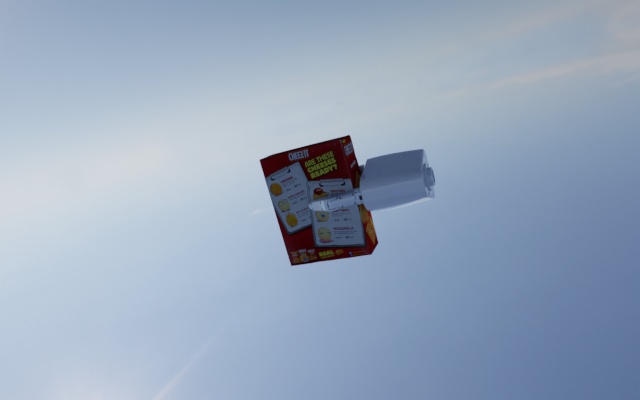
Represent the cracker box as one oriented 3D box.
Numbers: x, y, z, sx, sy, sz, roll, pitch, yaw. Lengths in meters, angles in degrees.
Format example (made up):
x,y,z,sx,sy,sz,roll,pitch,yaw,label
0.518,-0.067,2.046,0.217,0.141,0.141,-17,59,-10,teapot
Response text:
x,y,z,sx,sy,sz,roll,pitch,yaw,label
0.000,0.003,0.883,0.164,0.214,0.072,-11,11,22,cracker box
